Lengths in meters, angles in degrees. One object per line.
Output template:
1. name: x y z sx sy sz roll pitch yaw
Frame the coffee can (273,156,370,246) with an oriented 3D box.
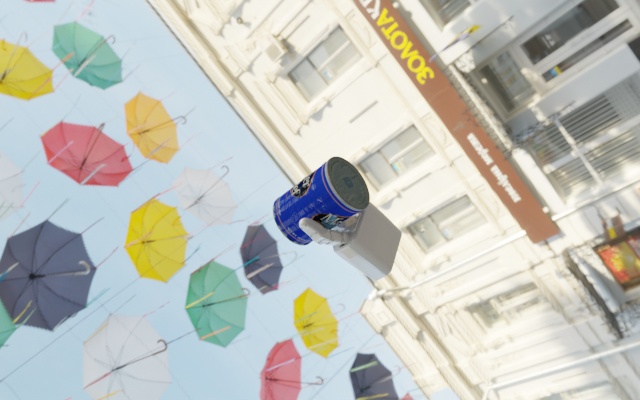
1. coffee can: 0.000 0.003 0.831 0.140 0.102 0.103 -35 -21 33
